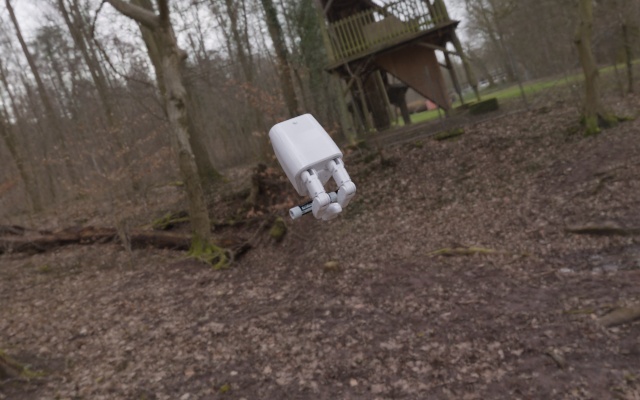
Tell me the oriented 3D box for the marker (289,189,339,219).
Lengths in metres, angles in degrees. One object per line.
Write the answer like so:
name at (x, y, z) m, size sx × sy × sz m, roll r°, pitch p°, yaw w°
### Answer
marker at (0.000, 0.003, 0.860) m, size 0.121 × 0.020 × 0.020 m, roll -23°, pitch 10°, yaw -25°
